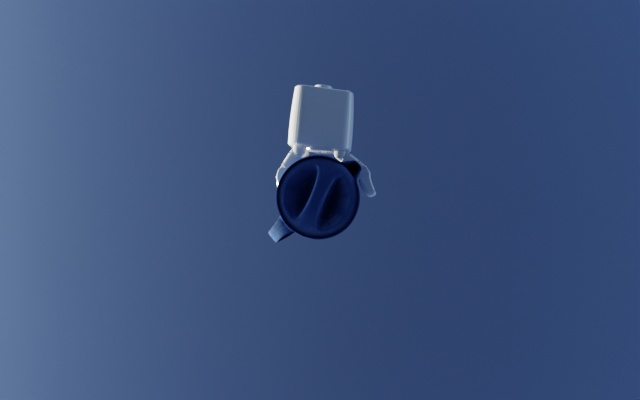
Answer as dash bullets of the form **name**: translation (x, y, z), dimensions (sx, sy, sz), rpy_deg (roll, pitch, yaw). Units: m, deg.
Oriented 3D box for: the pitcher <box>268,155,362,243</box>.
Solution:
- **pitcher**: translation (0.000, 0.003, 0.861), dimensions (0.149, 0.145, 0.243), rpy_deg (3, -1, 7)
